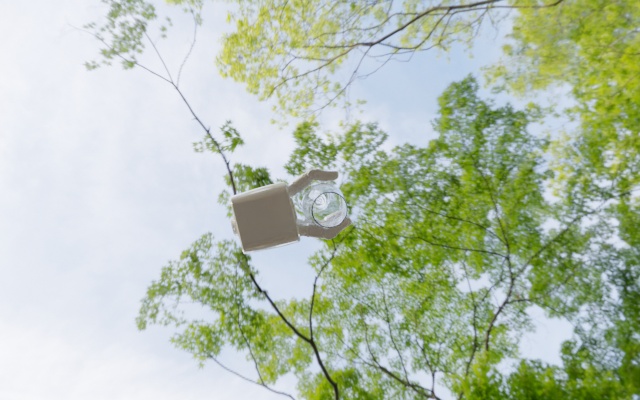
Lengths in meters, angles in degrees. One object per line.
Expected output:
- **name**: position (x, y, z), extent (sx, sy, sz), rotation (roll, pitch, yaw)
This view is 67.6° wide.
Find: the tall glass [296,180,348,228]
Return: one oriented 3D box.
- **tall glass**: position (0.000, 0.003, 0.893), extent (0.079, 0.079, 0.201), rotation (0, 7, -9)
